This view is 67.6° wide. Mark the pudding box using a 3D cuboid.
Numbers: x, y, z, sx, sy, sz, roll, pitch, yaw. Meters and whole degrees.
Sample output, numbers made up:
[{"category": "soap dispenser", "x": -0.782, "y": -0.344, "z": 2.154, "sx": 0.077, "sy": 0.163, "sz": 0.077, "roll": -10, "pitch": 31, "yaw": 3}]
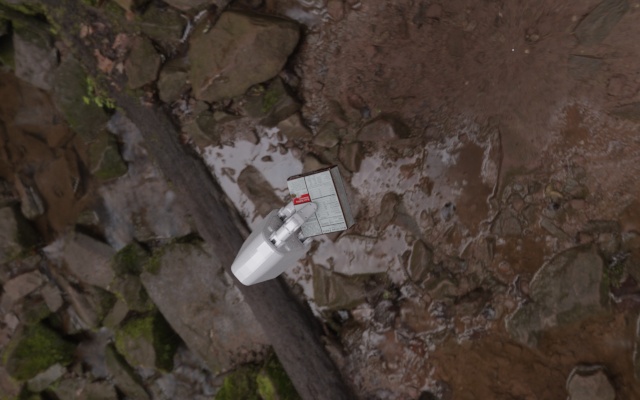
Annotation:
[{"category": "pudding box", "x": 0.000, "y": 0.003, "z": 0.825, "sx": 0.090, "sy": 0.113, "sz": 0.039, "roll": -13, "pitch": 12, "yaw": 25}]
